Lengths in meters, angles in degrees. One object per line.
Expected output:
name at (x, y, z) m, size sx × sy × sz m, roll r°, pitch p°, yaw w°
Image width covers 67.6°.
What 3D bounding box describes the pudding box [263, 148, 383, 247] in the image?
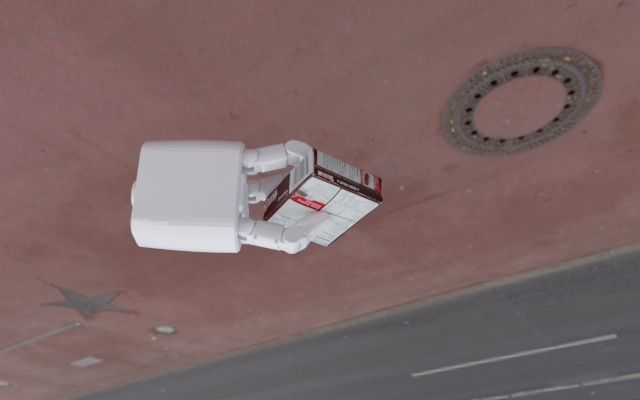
pudding box at (0.000, 0.002, 0.528) m, size 0.090 × 0.039 × 0.113 m, roll 21°, pitch -39°, yaw -25°
